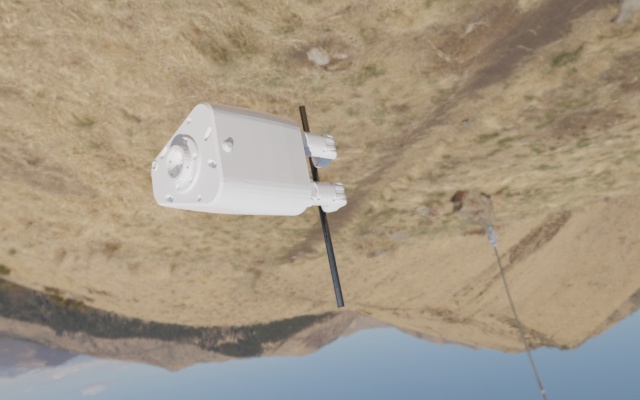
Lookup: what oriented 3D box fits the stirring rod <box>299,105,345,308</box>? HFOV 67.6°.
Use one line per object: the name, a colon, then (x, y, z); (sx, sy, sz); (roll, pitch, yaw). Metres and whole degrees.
stirring rod: (0.000, 0.002, 0.549); (0.011, 0.239, 0.011); (-11, -13, -3)
